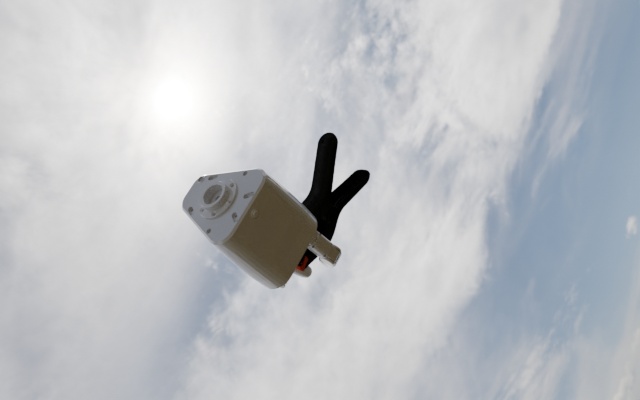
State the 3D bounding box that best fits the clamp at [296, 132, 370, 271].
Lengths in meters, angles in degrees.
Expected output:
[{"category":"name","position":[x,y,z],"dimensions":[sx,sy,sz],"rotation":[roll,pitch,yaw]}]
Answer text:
[{"category":"clamp","position":[0.000,0.002,0.605],"dimensions":[0.039,0.171,0.120],"rotation":[14,-23,40]}]
